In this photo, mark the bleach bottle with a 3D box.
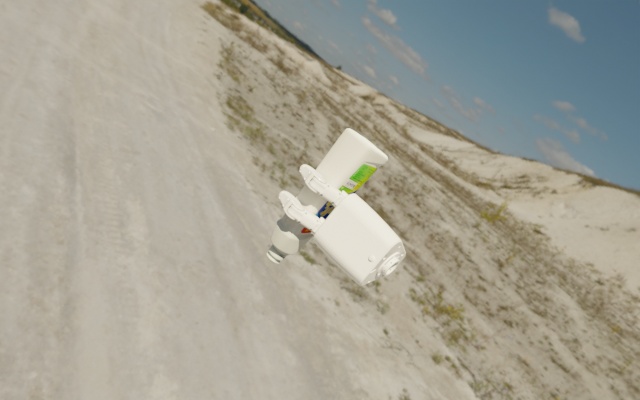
[{"bbox_3d":[0.000,0.003,0.790,0.068,0.251,0.102,44,13,23],"label":"bleach bottle"}]
